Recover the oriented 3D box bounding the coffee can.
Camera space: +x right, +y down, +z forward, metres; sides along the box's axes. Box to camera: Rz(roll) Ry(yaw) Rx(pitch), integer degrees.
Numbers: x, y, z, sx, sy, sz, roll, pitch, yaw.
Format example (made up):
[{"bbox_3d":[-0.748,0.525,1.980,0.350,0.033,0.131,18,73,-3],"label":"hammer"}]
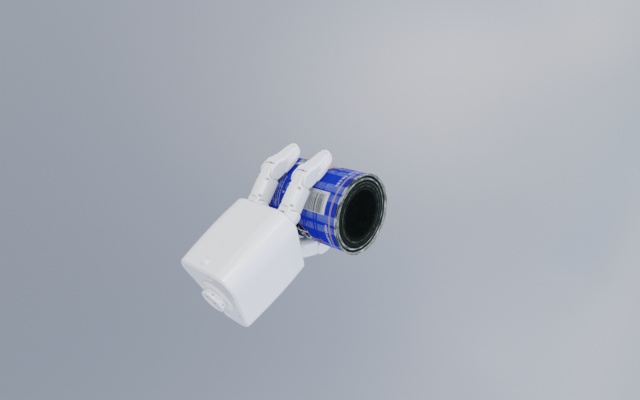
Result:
[{"bbox_3d":[0.000,0.002,0.623,0.140,0.103,0.103,16,11,39],"label":"coffee can"}]
